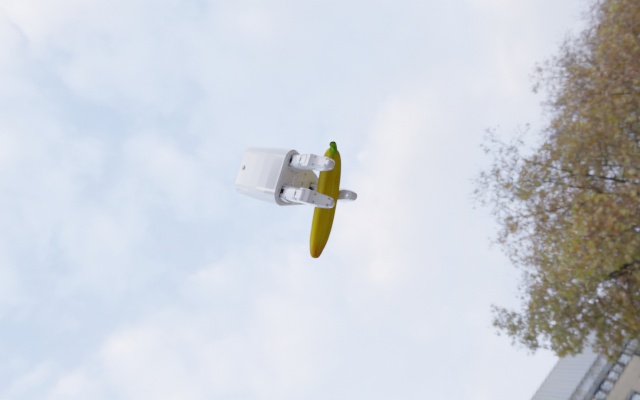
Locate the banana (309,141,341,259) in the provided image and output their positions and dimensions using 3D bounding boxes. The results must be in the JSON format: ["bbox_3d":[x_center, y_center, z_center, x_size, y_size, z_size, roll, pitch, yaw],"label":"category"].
[{"bbox_3d":[0.007,-0.004,0.801,0.037,0.198,0.069,11,13,18],"label":"banana"}]
